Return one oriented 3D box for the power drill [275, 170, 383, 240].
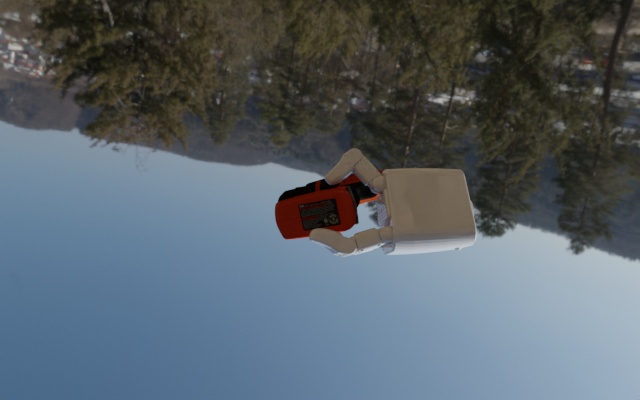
[{"bbox_3d":[0.000,0.002,0.694,0.184,0.057,0.187,-13,10,18],"label":"power drill"}]
